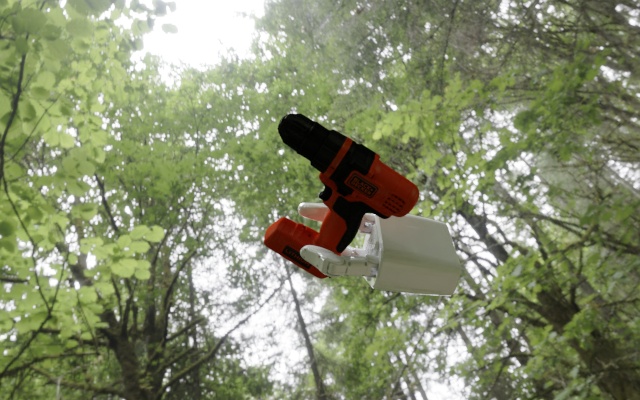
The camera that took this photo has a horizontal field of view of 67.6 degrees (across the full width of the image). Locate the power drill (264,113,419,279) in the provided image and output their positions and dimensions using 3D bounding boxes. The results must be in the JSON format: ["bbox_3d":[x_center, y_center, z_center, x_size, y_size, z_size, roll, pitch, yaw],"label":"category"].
[{"bbox_3d":[0.000,0.002,0.595,0.184,0.188,0.057,33,38,-3],"label":"power drill"}]
